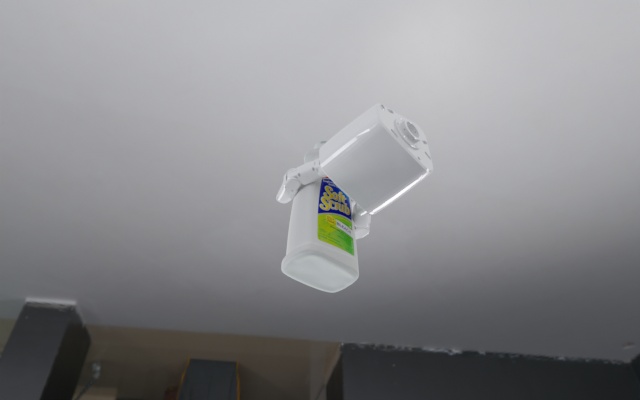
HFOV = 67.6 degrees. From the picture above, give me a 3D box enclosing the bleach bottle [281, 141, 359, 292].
[{"bbox_3d":[0.000,0.002,0.691,0.102,0.250,0.068,29,-50,-30],"label":"bleach bottle"}]
